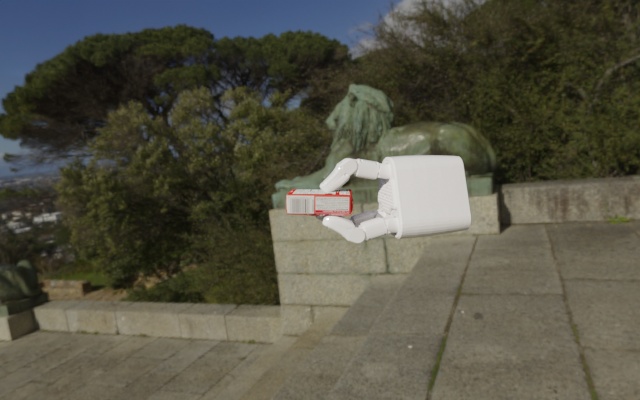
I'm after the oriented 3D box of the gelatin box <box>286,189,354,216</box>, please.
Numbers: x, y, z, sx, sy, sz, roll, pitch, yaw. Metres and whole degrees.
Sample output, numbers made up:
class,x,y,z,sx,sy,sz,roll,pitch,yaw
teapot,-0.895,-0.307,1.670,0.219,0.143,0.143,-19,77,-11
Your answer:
class,x,y,z,sx,sy,sz,roll,pitch,yaw
gelatin box,0.000,0.002,0.658,0.089,0.030,0.073,1,7,2
